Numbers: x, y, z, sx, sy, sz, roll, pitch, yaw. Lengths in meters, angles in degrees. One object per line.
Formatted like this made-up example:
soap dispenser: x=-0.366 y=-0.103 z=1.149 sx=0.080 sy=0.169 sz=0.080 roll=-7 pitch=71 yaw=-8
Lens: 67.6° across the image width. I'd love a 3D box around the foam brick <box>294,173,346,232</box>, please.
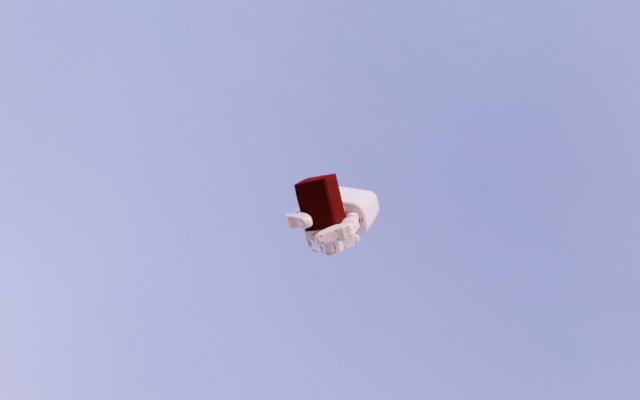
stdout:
foam brick: x=0.000 y=0.002 z=0.732 sx=0.053 sy=0.078 sz=0.051 roll=-8 pitch=11 yaw=23
